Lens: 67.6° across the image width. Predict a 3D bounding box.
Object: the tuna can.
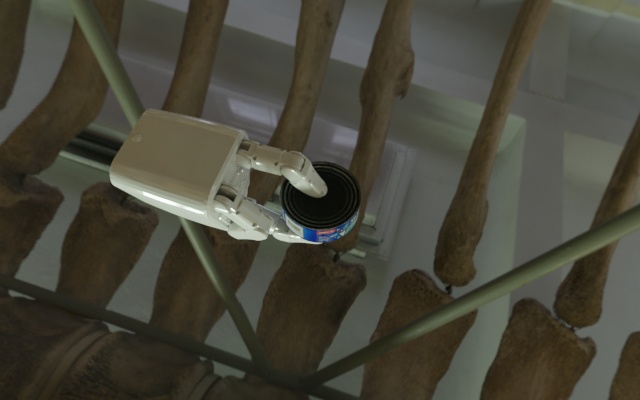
[{"bbox_3d":[0.000,0.002,0.513,0.086,0.086,0.034,0,-33,0],"label":"tuna can"}]
